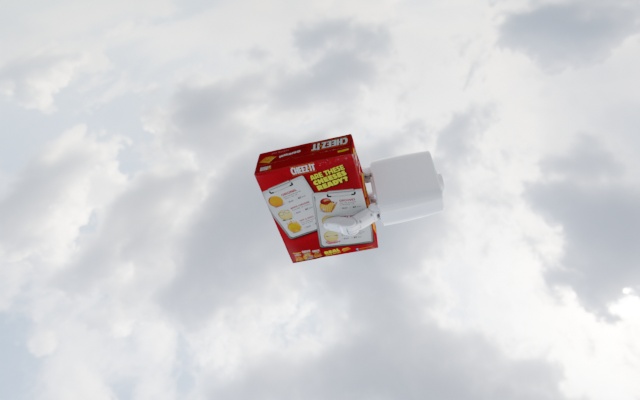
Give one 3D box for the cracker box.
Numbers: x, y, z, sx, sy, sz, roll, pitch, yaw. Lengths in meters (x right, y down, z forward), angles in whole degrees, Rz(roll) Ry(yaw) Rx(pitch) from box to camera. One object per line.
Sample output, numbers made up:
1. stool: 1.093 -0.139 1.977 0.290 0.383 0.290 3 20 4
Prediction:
1. cracker box: 0.000 0.003 0.829 0.164 0.214 0.072 -11 38 10
